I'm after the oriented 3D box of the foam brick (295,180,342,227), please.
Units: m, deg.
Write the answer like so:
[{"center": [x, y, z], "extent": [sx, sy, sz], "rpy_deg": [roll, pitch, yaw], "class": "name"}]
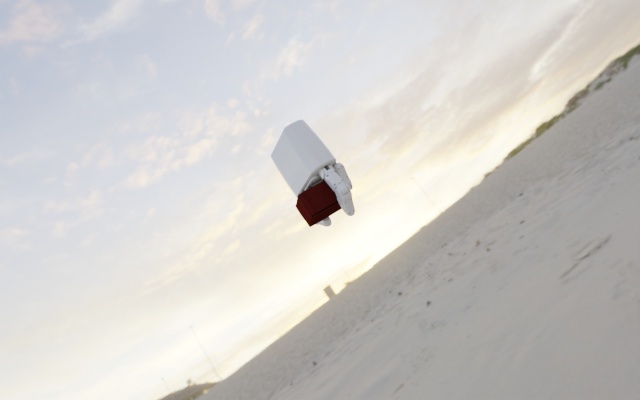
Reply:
[{"center": [0.000, 0.003, 0.879], "extent": [0.078, 0.051, 0.053], "rpy_deg": [-30, -17, -21], "class": "foam brick"}]
